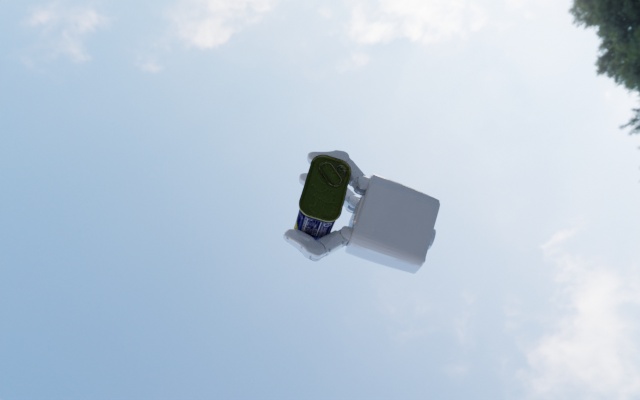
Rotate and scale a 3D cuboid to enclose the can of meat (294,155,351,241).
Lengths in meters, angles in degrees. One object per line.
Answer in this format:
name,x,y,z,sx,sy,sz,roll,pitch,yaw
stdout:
can of meat,0.000,0.002,0.666,0.057,0.102,0.084,16,-32,-2
